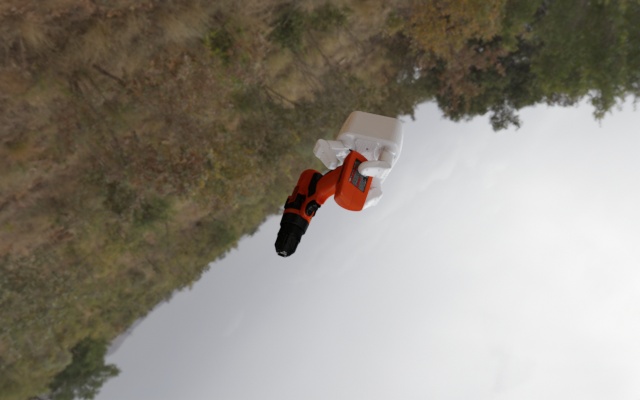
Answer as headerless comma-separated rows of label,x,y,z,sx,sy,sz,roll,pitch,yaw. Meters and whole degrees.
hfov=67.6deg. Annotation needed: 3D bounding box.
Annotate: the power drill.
power drill,0.001,0.002,0.820,0.057,0.184,0.188,35,-35,-26
